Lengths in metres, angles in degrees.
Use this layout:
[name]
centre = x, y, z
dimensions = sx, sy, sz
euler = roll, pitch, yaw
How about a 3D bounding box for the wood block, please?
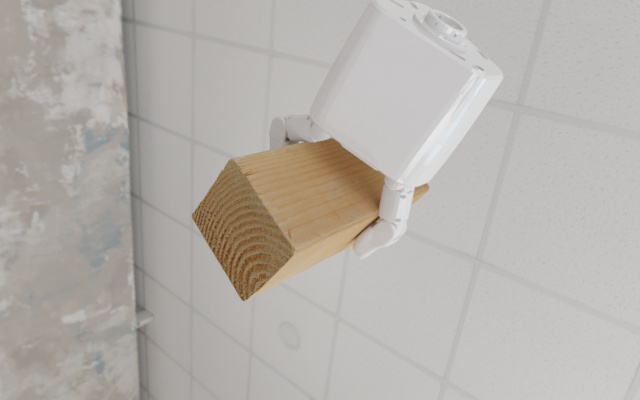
[wood block]
centre = 0.001, 0.001, 0.450
dimensions = 0.206, 0.091, 0.090
euler = -20, -19, -47
